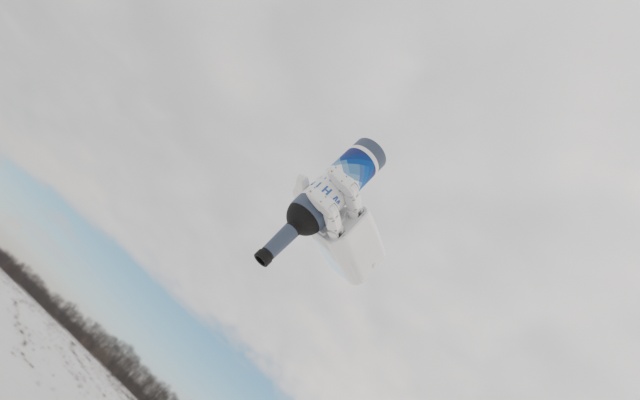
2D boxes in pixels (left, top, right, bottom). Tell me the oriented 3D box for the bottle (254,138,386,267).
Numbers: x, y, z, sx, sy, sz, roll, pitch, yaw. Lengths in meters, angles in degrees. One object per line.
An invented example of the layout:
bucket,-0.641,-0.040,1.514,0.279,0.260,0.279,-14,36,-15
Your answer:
bottle,0.000,0.002,0.801,0.295,0.069,0.069,-44,25,-29
